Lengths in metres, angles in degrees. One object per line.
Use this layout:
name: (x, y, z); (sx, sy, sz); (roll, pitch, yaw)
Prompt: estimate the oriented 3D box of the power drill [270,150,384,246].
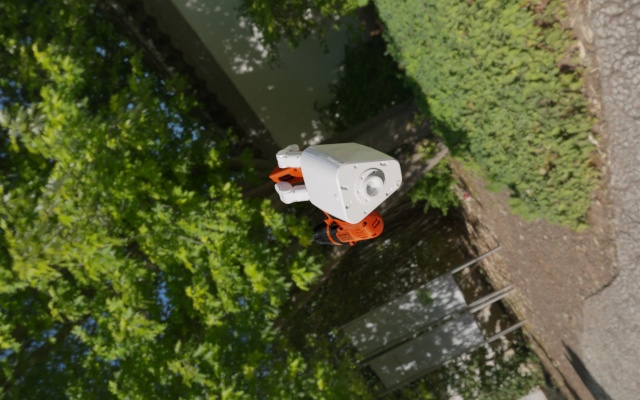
power drill: (0.000, 0.002, 0.836); (0.184, 0.188, 0.057); (-18, 30, 54)
